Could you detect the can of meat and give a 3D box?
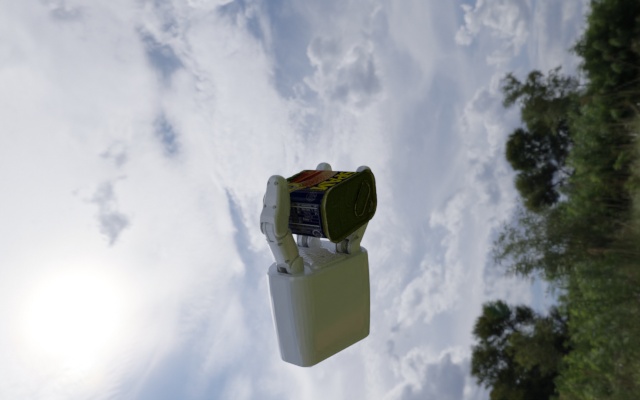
[{"bbox_3d":[0.000,0.002,0.511,0.084,0.057,0.102,4,21,35],"label":"can of meat"}]
